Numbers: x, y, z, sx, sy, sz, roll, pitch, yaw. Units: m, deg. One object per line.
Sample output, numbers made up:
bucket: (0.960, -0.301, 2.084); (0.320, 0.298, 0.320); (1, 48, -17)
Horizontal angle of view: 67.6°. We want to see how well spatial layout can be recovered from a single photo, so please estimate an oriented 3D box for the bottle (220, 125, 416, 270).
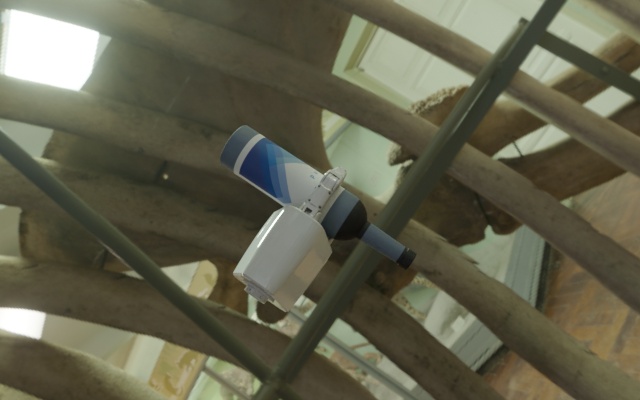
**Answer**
bottle: (0.000, 0.002, 0.659); (0.295, 0.069, 0.069); (33, 4, 6)
